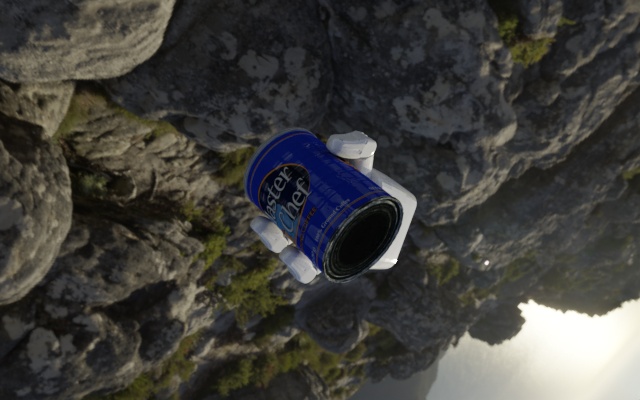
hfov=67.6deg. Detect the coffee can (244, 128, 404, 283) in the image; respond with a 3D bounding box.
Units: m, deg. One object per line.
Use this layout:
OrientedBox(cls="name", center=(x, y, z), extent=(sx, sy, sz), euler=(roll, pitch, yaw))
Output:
OrientedBox(cls="coffee can", center=(0.000, 0.001, 0.495), extent=(0.103, 0.103, 0.140), euler=(0, 33, -47))
